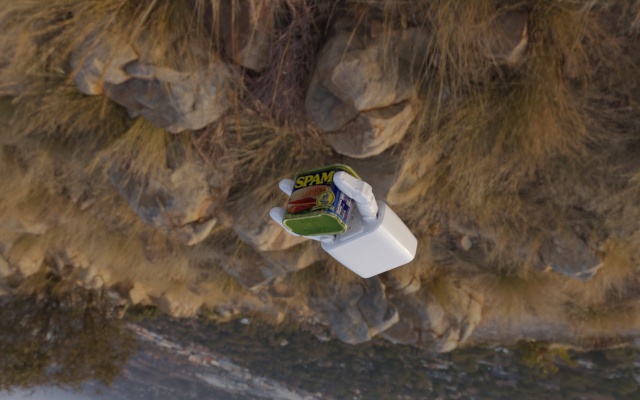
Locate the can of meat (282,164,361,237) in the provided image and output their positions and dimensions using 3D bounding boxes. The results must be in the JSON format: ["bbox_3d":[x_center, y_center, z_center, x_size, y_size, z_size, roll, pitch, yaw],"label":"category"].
[{"bbox_3d":[0.000,0.002,0.686,0.102,0.084,0.057,-9,-38,37],"label":"can of meat"}]
